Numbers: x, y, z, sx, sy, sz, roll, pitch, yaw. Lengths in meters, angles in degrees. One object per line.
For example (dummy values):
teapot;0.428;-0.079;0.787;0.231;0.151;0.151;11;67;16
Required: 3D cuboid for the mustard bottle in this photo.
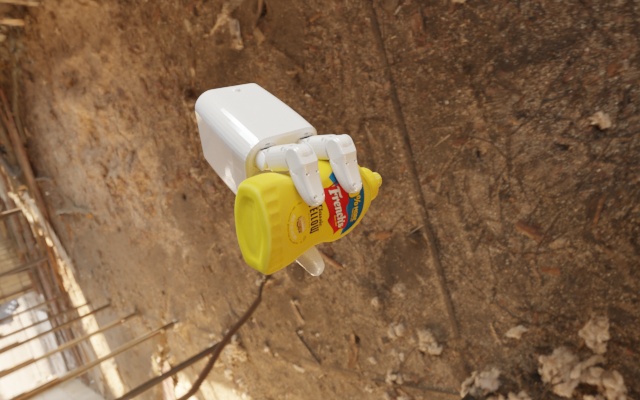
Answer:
mustard bottle;0.000;0.002;0.518;0.058;0.096;0.191;18;29;42
